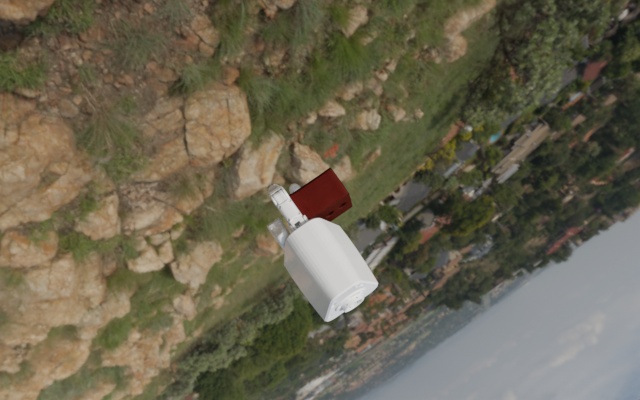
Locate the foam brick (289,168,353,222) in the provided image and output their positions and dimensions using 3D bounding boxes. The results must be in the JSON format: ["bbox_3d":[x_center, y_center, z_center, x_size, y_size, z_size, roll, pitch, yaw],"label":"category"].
[{"bbox_3d":[0.000,0.002,0.688,0.078,0.051,0.053,-35,-24,-5],"label":"foam brick"}]
